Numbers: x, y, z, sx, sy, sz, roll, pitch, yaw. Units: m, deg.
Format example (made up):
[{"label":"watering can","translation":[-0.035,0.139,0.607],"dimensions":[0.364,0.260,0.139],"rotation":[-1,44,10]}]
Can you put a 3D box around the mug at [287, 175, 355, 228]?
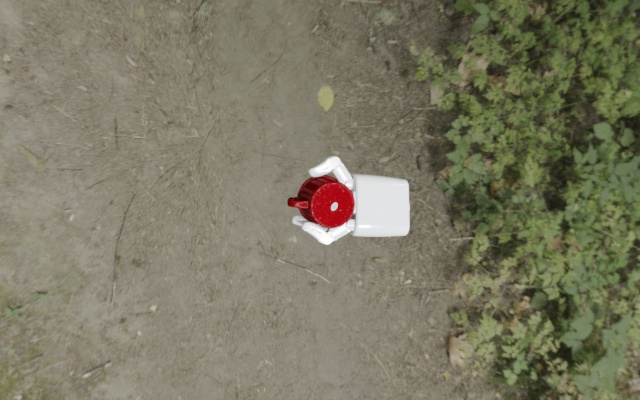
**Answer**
[{"label":"mug","translation":[-0.001,0.003,0.843],"dimensions":[0.117,0.093,0.081],"rotation":[2,7,-15]}]
